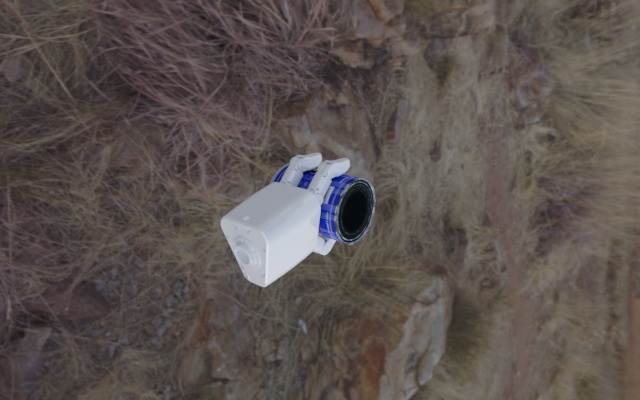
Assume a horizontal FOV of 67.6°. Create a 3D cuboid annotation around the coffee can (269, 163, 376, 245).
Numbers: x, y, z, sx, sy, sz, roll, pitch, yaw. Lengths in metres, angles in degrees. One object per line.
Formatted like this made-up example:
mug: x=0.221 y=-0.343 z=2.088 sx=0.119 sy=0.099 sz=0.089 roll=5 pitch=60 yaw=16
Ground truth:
coffee can: x=0.000 y=0.002 z=0.750 sx=0.140 sy=0.103 sz=0.103 roll=15 pitch=9 yaw=37
